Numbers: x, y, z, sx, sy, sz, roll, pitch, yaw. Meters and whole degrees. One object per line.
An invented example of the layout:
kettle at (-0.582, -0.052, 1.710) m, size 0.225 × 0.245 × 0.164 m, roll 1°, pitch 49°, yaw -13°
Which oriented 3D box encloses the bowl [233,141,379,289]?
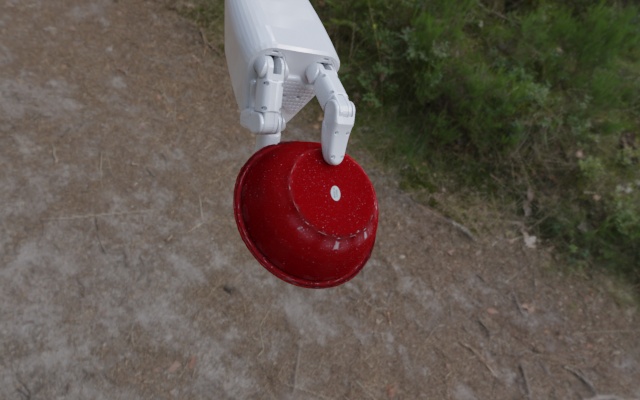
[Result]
bowl at (0.001, 0.003, 0.467) m, size 0.162 × 0.162 × 0.055 m, roll 0°, pitch -21°, yaw -30°
